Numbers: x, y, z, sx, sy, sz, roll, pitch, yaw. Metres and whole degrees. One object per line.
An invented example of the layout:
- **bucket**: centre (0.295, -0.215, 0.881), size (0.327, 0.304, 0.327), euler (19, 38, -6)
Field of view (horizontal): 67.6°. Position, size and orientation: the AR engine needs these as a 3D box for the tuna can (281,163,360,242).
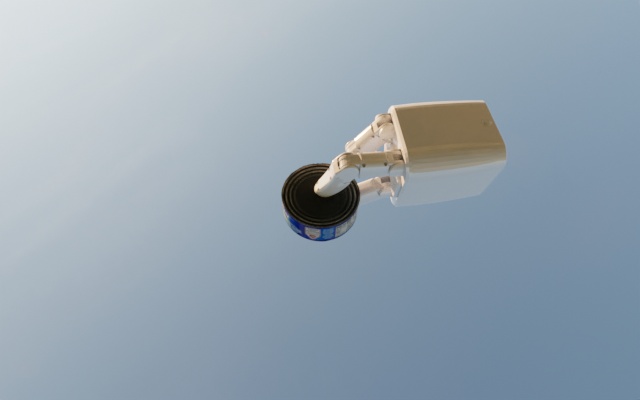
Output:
- **tuna can**: centre (0.000, 0.002, 0.530), size (0.086, 0.086, 0.034), euler (0, -35, -1)
